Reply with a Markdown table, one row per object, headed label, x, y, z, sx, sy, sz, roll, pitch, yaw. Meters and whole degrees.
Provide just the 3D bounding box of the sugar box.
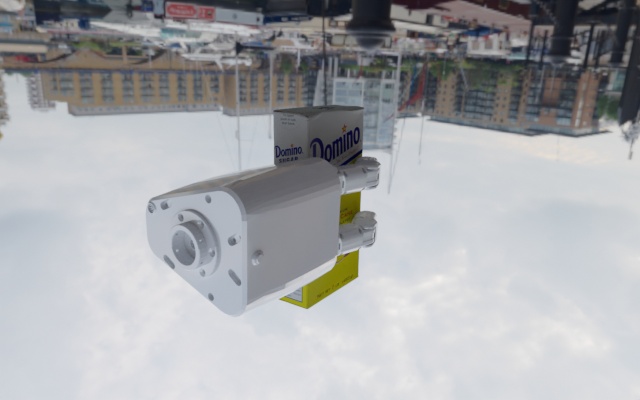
| label | x | y | z | sx | sy | sz | roll | pitch | yaw |
| --- | --- | --- | --- | --- | --- | --- | --- | --- | --- |
| sugar box | 0.000 | 0.002 | 0.450 | 0.048 | 0.176 | 0.093 | 14 | 20 | 33 |
